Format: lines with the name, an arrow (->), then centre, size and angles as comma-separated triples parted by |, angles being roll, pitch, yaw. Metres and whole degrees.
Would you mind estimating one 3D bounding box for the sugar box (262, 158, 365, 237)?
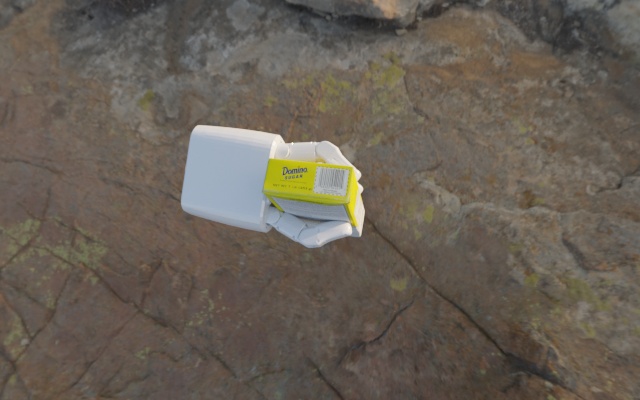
sugar box -> 0.000, 0.001, 0.566 | 0.093, 0.048, 0.176 | 8, -12, 10
